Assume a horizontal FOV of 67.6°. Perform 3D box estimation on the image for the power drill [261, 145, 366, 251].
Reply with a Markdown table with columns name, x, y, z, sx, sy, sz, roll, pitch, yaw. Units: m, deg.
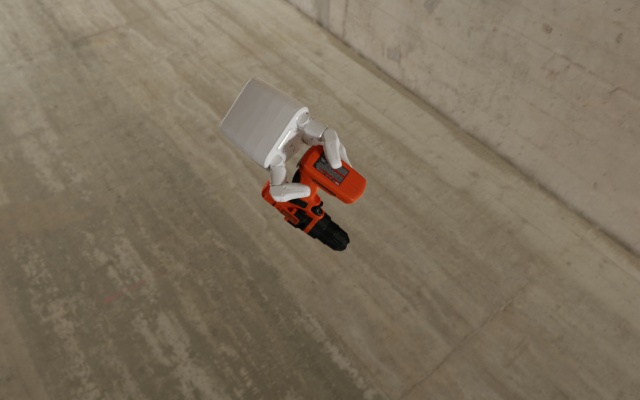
| name | x | y | z | sx | sy | sz | roll | pitch | yaw |
| --- | --- | --- | --- | --- | --- | --- | --- | --- | --- |
| power drill | 0.000 | 0.002 | 0.791 | 0.184 | 0.057 | 0.188 | 36 | -33 | -5 |
